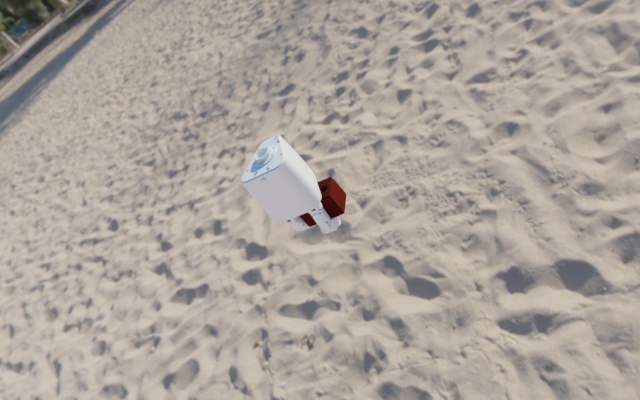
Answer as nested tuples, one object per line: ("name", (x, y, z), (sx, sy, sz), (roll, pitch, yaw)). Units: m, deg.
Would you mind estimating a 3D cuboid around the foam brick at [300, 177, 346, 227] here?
("foam brick", (0.000, 0.003, 0.863), (0.078, 0.053, 0.051), (-23, -53, 24))
